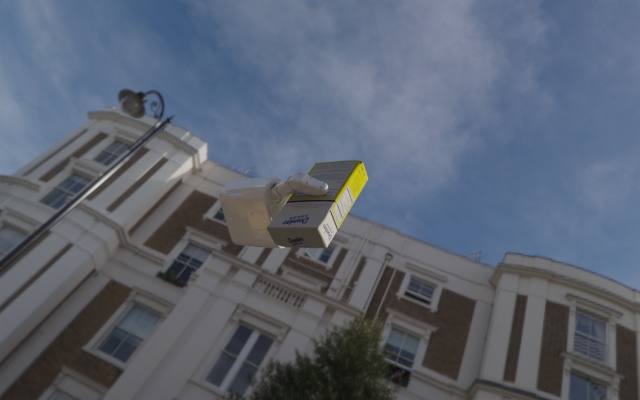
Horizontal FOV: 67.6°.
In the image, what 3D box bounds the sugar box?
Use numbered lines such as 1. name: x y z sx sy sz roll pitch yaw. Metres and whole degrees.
1. sugar box: 0.000 0.003 0.748 0.093 0.048 0.176 -1 39 32
